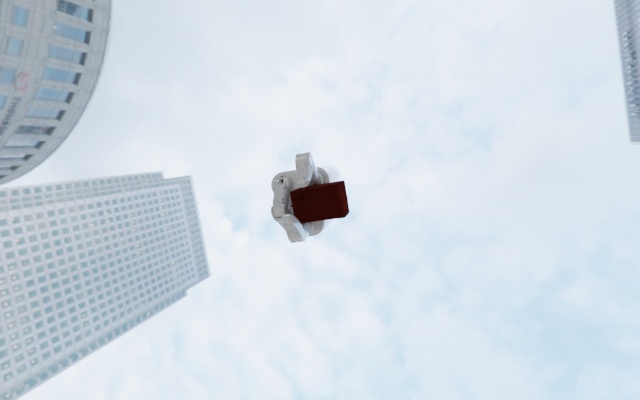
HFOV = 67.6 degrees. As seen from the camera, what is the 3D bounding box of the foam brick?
[{"bbox_3d":[0.000,0.002,0.724,0.078,0.053,0.051,-8,6,16],"label":"foam brick"}]
